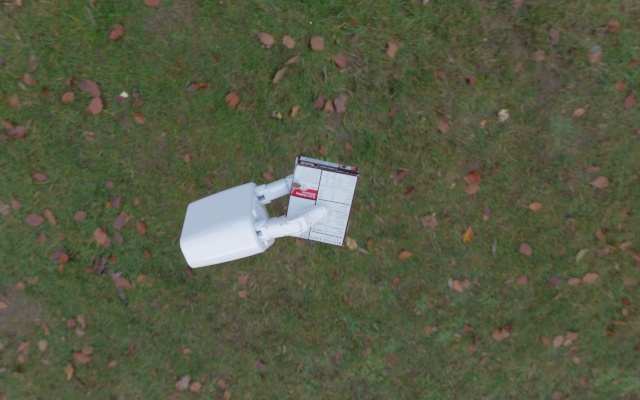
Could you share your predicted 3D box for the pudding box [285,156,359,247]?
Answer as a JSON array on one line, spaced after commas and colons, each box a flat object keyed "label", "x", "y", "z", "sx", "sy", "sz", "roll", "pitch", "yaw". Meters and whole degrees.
[{"label": "pudding box", "x": 0.000, "y": 0.002, "z": 0.669, "sx": 0.090, "sy": 0.113, "sz": 0.039, "roll": 11, "pitch": 22, "yaw": -2}]
